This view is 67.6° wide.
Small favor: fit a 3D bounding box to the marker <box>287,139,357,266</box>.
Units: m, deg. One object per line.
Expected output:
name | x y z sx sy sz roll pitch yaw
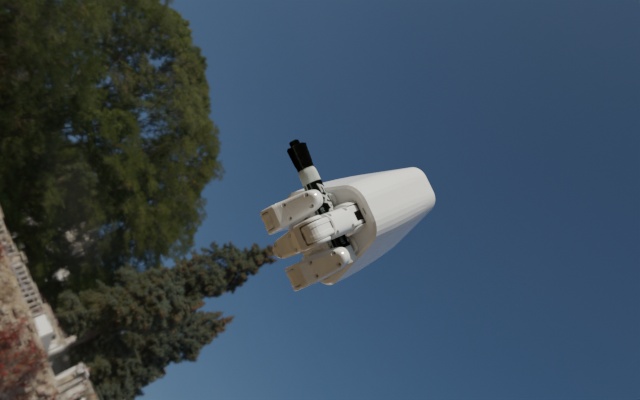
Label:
marker | 0.000 0.001 0.427 0.020 0.121 0.020 -24 -5 -2
